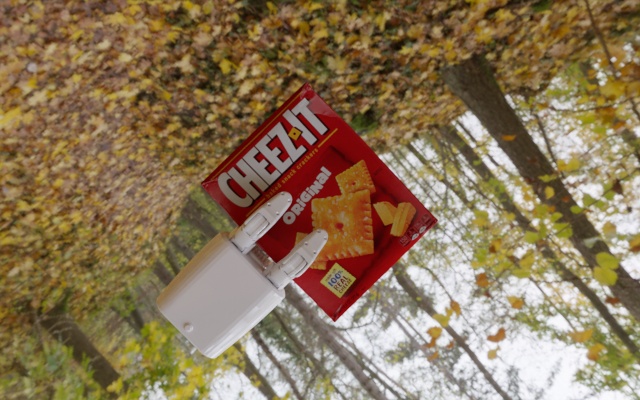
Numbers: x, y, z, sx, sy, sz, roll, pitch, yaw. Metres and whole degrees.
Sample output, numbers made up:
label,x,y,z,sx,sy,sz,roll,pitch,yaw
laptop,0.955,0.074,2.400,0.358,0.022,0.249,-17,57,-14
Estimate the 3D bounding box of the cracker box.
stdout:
label,x,y,z,sx,sy,sz,roll,pitch,yaw
cracker box,0.000,0.002,0.543,0.164,0.214,0.072,-44,3,1
